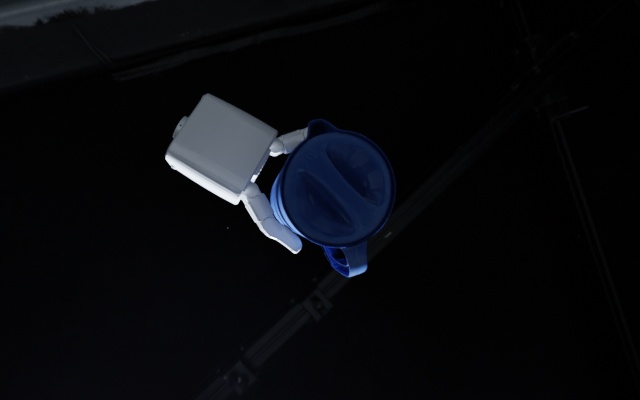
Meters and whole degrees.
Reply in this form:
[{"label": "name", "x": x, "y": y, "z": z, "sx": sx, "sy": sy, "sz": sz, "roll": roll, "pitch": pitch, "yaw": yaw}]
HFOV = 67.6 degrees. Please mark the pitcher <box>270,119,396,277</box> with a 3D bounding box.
[{"label": "pitcher", "x": 0.000, "y": 0.002, "z": 0.642, "sx": 0.145, "sy": 0.149, "sz": 0.243, "roll": 28, "pitch": -8, "yaw": -9}]
